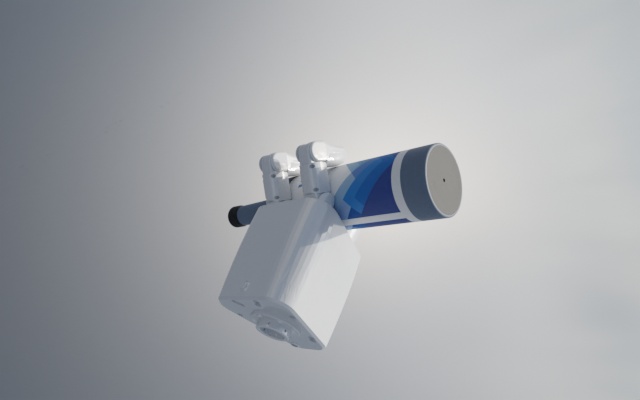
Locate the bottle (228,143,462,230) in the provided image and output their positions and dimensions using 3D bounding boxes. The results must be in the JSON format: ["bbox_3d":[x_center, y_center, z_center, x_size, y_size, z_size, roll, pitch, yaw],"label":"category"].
[{"bbox_3d":[0.000,0.002,0.512,0.296,0.069,0.069,-10,-7,42],"label":"bottle"}]
